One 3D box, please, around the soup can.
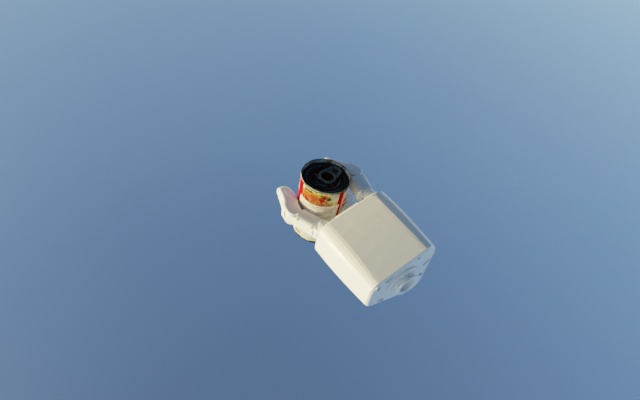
[{"bbox_3d":[0.000,0.002,0.662,0.068,0.068,0.102,0,-44,-12],"label":"soup can"}]
